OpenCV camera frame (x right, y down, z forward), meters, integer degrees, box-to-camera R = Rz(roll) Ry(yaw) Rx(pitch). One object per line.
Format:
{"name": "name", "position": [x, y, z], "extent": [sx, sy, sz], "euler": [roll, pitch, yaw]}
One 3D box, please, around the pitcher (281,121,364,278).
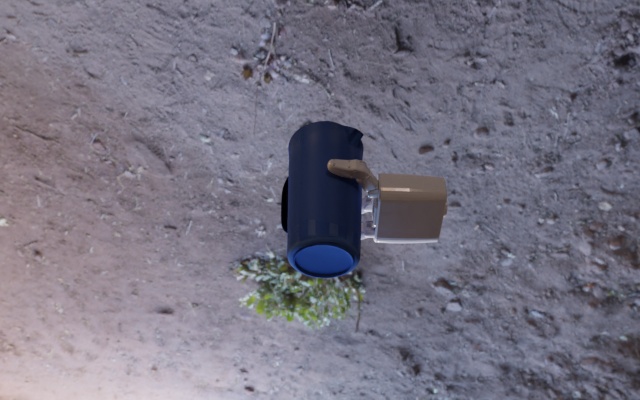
{"name": "pitcher", "position": [0.000, 0.003, 0.775], "extent": [0.145, 0.242, 0.149], "euler": [1, -40, 1]}
